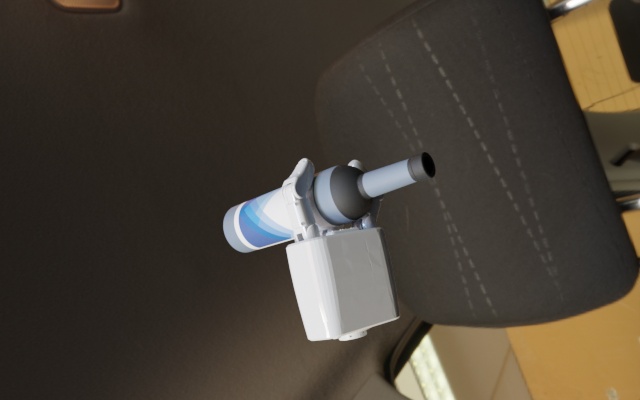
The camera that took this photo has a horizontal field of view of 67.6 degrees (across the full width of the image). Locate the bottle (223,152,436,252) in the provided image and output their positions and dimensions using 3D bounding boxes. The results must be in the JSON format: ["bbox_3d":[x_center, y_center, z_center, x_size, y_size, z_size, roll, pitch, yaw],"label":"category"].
[{"bbox_3d":[0.000,0.002,0.568,0.296,0.069,0.069,-19,-12,39],"label":"bottle"}]
